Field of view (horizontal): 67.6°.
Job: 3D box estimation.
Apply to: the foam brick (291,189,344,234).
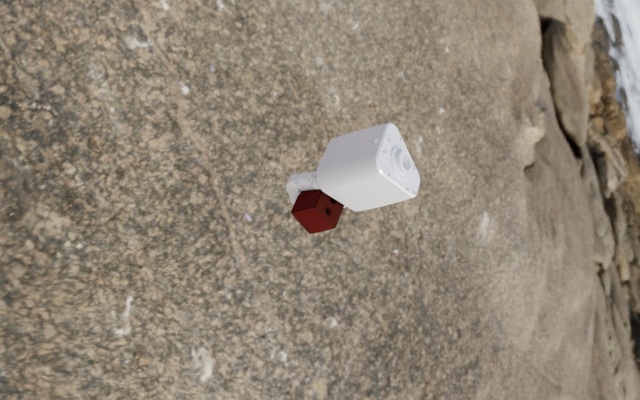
[{"bbox_3d":[0.000,0.003,0.726,0.051,0.078,0.053,-12,-48,39],"label":"foam brick"}]
